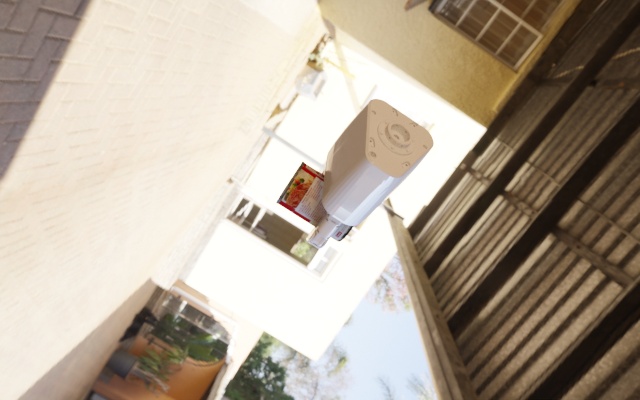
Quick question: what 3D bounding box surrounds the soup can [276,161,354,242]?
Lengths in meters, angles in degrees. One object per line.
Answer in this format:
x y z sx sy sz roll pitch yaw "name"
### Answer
0.000 0.003 0.648 0.102 0.068 0.068 33 -4 -6 "soup can"
